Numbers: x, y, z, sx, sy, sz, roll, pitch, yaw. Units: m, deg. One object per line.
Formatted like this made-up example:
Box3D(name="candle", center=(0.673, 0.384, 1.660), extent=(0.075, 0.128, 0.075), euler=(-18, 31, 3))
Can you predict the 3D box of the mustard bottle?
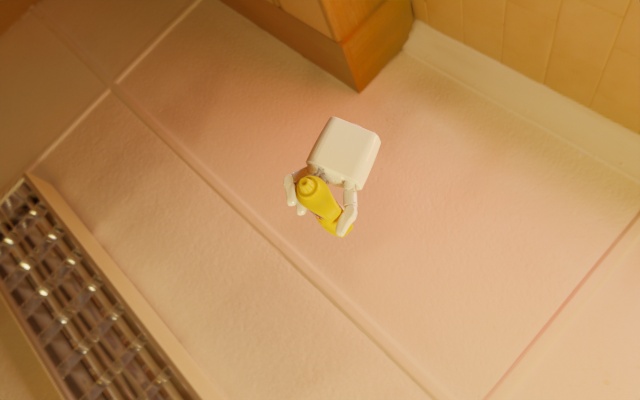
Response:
Box3D(name="mustard bottle", center=(0.000, 0.003, 0.892), extent=(0.096, 0.058, 0.192), euler=(47, -2, 28))
